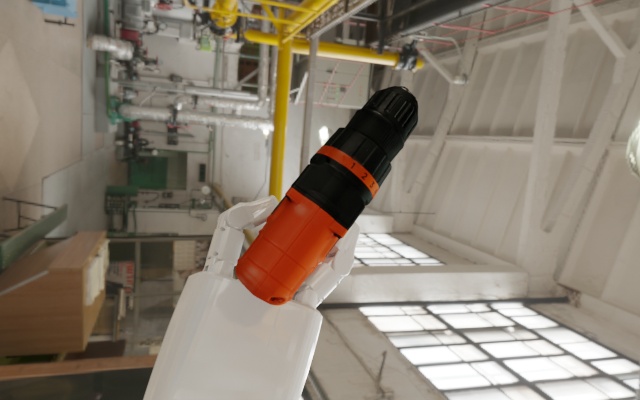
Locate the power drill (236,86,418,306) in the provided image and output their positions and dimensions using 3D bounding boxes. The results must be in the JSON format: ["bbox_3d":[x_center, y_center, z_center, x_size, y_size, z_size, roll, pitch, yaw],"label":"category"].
[{"bbox_3d":[0.000,0.002,0.405,0.057,0.184,0.188,39,-12,1],"label":"power drill"}]
